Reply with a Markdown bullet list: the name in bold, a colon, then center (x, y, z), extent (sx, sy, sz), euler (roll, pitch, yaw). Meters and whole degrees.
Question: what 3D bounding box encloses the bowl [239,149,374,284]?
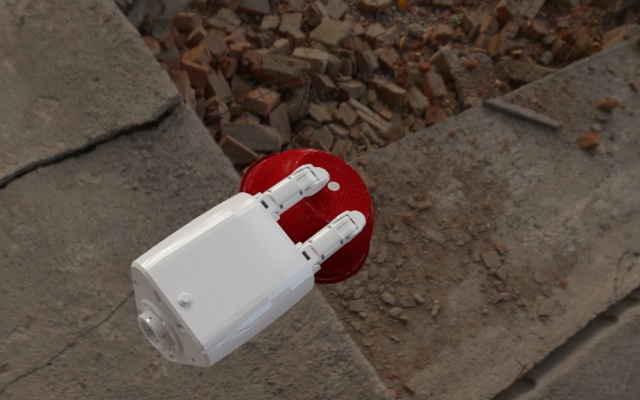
- **bowl**: center (0.001, 0.001, 0.496), extent (0.162, 0.162, 0.055), euler (0, -32, -38)
